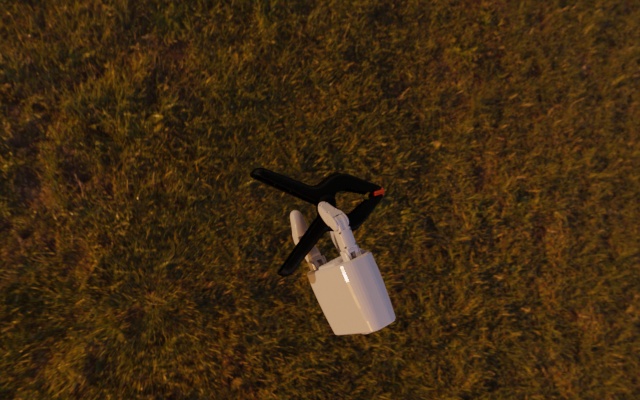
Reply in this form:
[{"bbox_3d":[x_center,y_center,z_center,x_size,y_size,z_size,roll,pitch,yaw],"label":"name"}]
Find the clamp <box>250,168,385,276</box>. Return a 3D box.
[{"bbox_3d":[0.001,0.002,0.735,0.210,0.164,0.036,-22,1,-22],"label":"clamp"}]
